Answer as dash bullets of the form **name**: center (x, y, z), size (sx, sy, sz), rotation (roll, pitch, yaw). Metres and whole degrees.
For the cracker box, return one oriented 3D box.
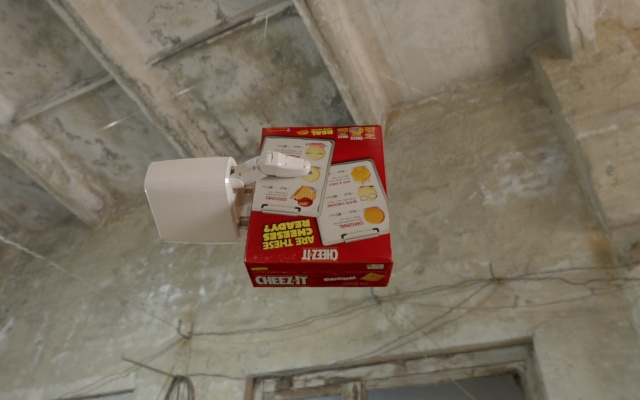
- **cracker box**: center (0.000, 0.002, 0.602), size (0.164, 0.213, 0.072), rotation (-1, -37, 3)
